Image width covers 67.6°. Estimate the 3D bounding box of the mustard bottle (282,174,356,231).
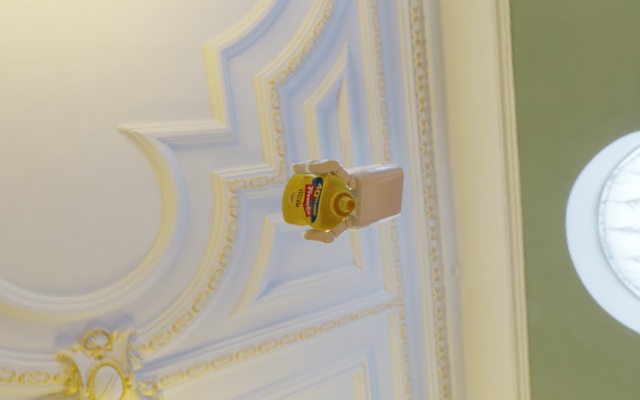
[{"bbox_3d":[0.000,0.003,0.825,0.058,0.096,0.191,14,-4,-31],"label":"mustard bottle"}]
